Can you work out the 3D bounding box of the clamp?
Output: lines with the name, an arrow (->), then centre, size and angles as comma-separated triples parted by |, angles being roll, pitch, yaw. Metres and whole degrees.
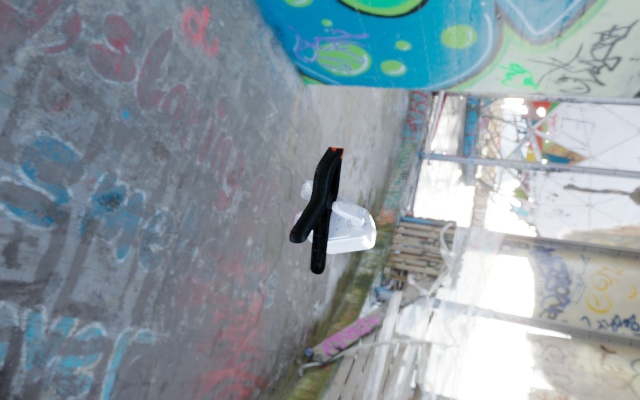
clamp -> 0.001, 0.002, 0.761 | 0.036, 0.210, 0.165 | 9, -16, 15
